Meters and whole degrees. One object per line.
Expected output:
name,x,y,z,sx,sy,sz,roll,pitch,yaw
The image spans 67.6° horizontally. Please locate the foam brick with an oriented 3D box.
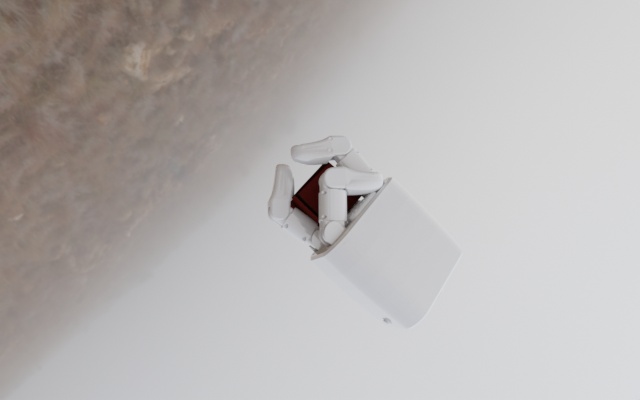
foam brick,0.000,0.002,0.508,0.051,0.053,0.078,43,-17,-2
